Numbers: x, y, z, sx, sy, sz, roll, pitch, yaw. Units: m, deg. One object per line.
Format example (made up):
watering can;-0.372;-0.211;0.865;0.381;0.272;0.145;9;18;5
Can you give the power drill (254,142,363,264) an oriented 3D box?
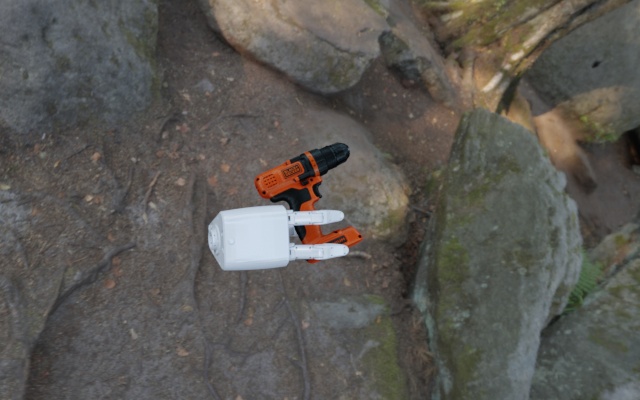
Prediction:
power drill;0.000;0.003;0.844;0.184;0.187;0.057;-25;-10;-11
